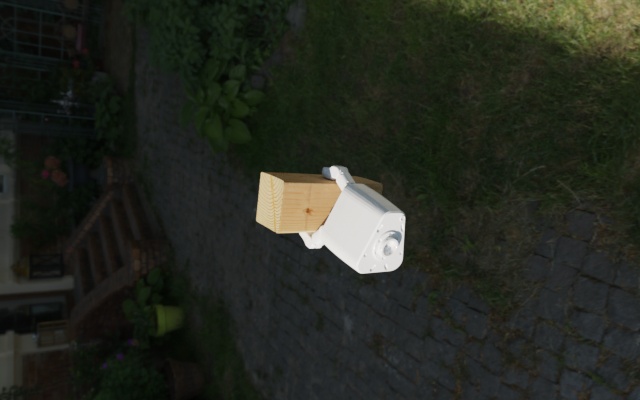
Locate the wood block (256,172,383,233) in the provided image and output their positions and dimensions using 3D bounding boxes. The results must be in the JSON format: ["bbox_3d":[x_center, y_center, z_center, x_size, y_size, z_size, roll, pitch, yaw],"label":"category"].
[{"bbox_3d":[0.000,0.003,0.860,0.206,0.091,0.090,1,12,-33],"label":"wood block"}]
